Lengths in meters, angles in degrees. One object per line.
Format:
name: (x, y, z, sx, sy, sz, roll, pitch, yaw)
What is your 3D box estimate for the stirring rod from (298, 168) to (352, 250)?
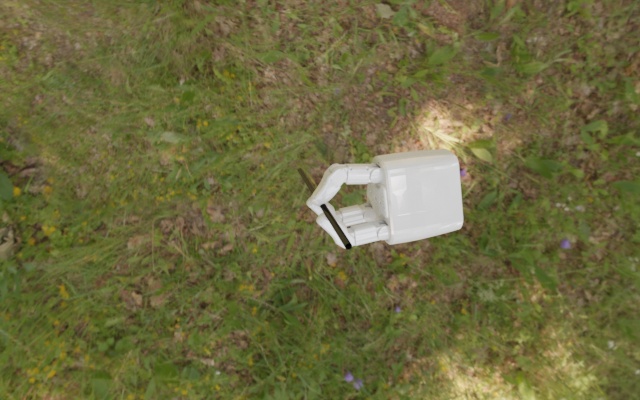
stirring rod: (0.000, 0.002, 0.626, 0.011, 0.011, 0.239, 0, 24, -16)
